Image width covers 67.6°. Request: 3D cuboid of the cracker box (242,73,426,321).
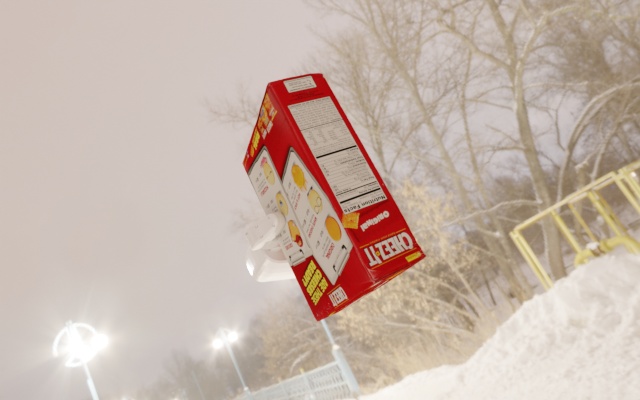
[{"bbox_3d":[0.000,0.002,0.505,0.072,0.213,0.164,-20,-16,-26],"label":"cracker box"}]
